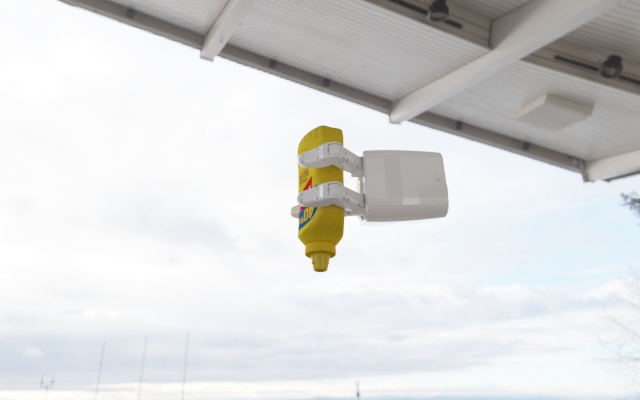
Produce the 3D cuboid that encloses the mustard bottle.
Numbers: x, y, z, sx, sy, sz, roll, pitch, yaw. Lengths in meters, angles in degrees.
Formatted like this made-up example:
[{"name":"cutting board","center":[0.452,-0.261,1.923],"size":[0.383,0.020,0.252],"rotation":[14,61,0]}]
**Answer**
[{"name":"mustard bottle","center":[0.000,0.002,0.644],"size":[0.058,0.191,0.096],"rotation":[10,-26,-22]}]
